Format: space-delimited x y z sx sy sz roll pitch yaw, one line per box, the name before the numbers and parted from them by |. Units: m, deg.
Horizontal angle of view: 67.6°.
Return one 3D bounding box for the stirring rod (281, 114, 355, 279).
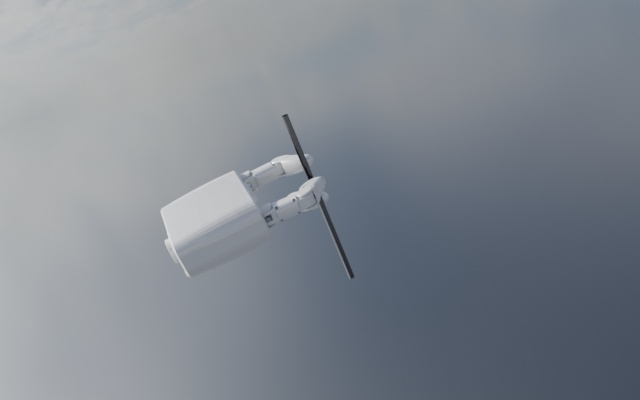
stirring rod | 0.000 0.002 0.613 0.011 0.240 0.011 -19 22 8
